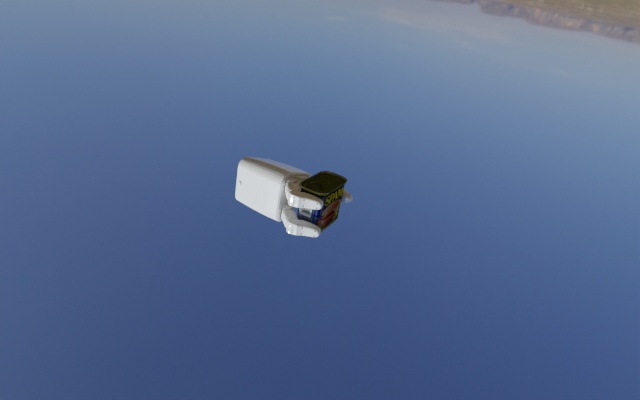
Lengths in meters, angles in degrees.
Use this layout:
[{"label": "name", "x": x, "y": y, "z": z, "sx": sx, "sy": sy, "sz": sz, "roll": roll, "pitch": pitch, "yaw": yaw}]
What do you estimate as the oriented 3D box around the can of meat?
[{"label": "can of meat", "x": 0.000, "y": 0.003, "z": 0.873, "sx": 0.057, "sy": 0.084, "sz": 0.102, "roll": 22, "pitch": 28, "yaw": 22}]
